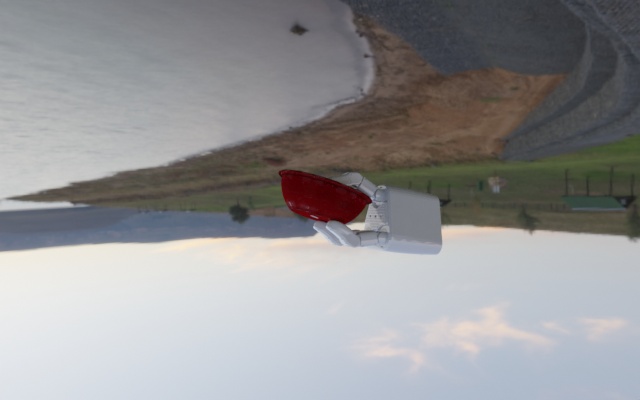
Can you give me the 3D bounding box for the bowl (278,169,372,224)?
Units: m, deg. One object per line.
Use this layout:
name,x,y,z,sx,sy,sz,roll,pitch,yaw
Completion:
bowl,-0.001,0.003,0.781,0.162,0.055,0.162,18,-8,3
